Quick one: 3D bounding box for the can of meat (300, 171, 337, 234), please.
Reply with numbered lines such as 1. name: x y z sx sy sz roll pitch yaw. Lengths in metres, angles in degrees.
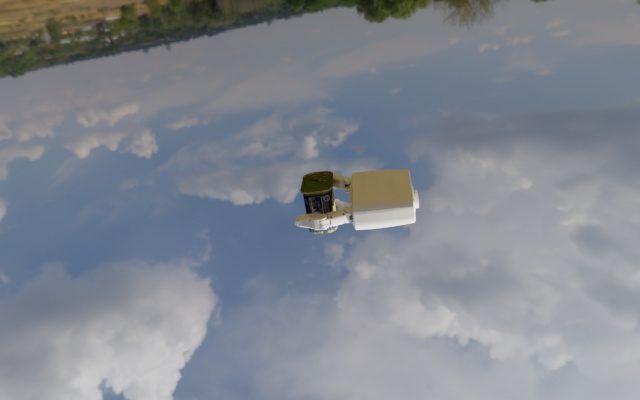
1. can of meat: 0.000 0.003 0.873 0.057 0.084 0.102 -7 23 5
